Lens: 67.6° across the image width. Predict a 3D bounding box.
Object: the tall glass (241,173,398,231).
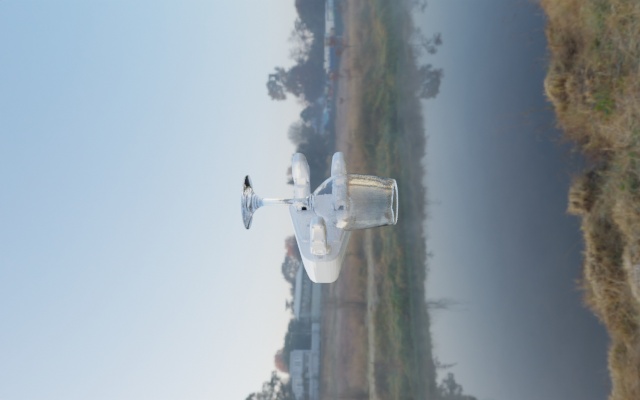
[{"bbox_3d":[-0.001,0.002,0.641,0.201,0.079,0.079,0,0,3],"label":"tall glass"}]
